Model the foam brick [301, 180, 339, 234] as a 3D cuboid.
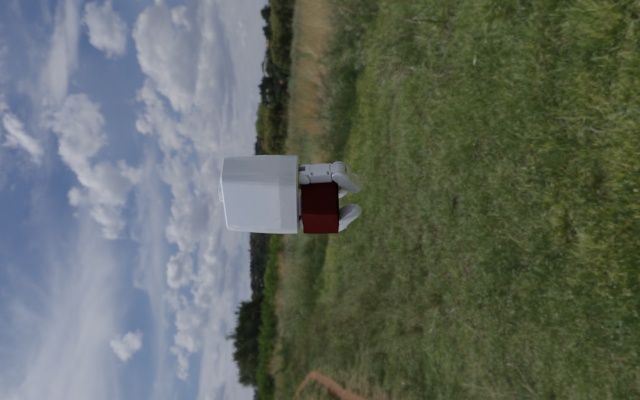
[{"bbox_3d":[0.000,0.002,0.676,0.051,0.078,0.053,-1,-36,1],"label":"foam brick"}]
